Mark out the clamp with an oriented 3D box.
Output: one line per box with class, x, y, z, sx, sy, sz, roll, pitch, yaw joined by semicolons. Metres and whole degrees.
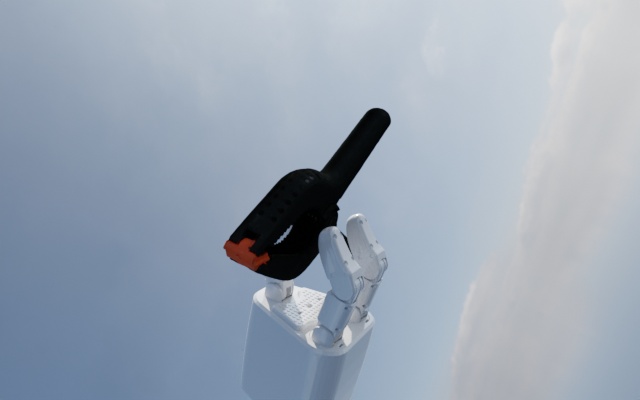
clamp;-0.001;0.001;0.411;0.036;0.164;0.210;22;20;25
